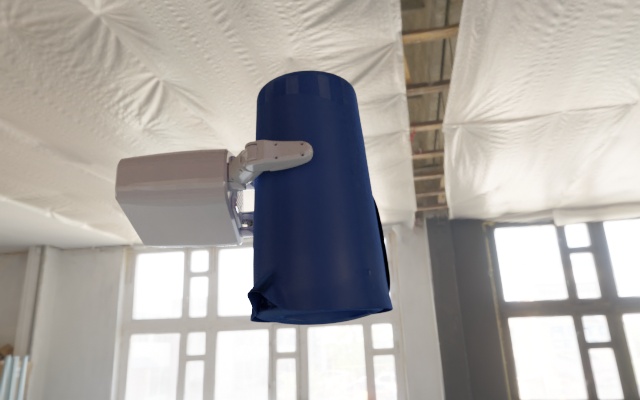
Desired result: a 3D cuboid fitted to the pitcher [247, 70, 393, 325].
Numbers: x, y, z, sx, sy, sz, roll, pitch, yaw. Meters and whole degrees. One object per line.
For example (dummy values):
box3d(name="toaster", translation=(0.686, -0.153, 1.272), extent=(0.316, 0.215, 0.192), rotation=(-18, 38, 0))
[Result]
box3d(name="pitcher", translation=(0.000, 0.002, 0.488), extent=(0.145, 0.242, 0.149), rotation=(-3, -17, -1))
